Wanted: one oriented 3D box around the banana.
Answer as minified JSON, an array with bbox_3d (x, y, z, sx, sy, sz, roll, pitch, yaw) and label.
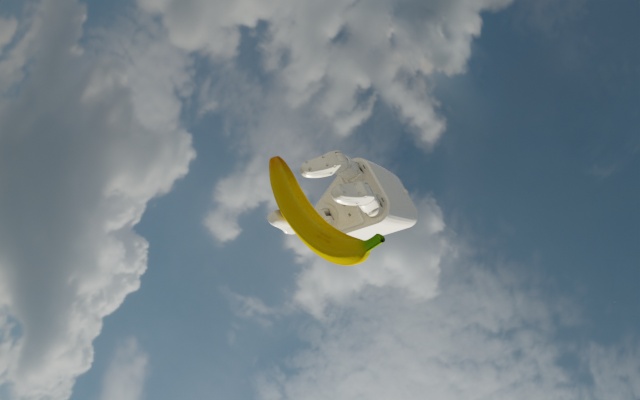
[{"bbox_3d":[-0.006,0.020,0.561,0.197,0.070,0.037,37,17,35],"label":"banana"}]
